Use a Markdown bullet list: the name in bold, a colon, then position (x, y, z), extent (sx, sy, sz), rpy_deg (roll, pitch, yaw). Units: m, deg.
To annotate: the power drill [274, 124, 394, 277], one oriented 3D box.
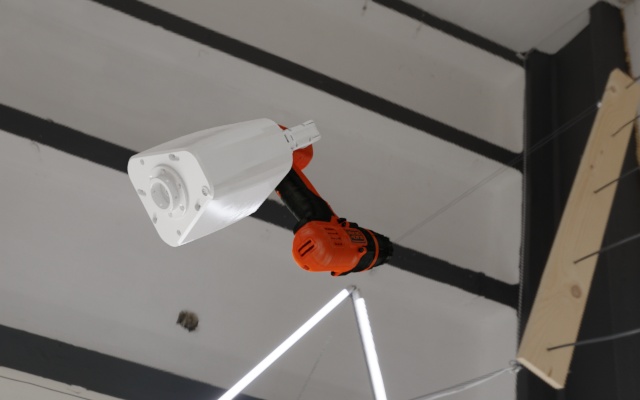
- **power drill**: position (0.000, 0.001, 0.556), extent (0.057, 0.187, 0.184), rpy_deg (-43, -25, 18)
